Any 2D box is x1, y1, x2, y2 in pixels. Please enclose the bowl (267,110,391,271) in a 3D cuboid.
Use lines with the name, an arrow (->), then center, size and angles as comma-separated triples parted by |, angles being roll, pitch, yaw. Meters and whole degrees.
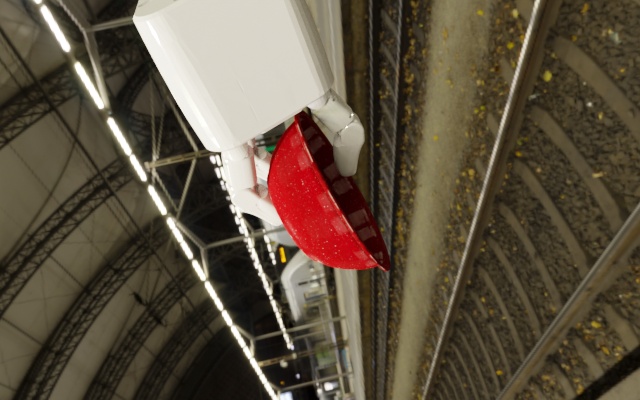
bowl -> 0.000, 0.003, 0.426 | 0.055, 0.162, 0.162 | -30, -7, 12
